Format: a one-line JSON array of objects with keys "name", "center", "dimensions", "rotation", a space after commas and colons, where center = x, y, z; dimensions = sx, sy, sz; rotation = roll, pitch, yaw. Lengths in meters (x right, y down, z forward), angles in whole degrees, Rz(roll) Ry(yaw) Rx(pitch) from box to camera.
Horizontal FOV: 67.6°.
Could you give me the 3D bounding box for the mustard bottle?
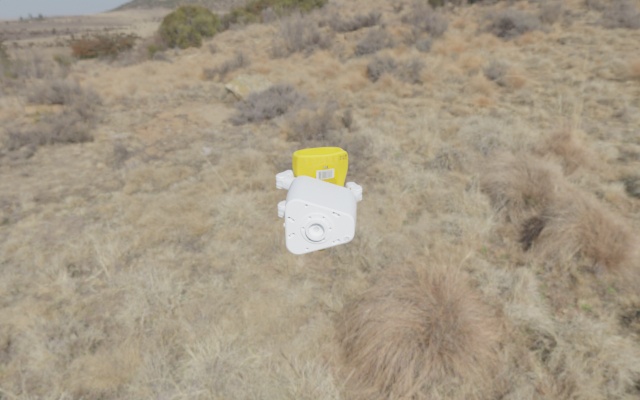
[{"name": "mustard bottle", "center": [0.000, 0.002, 0.866], "dimensions": [0.096, 0.192, 0.058], "rotation": [-8, 22, -19]}]
